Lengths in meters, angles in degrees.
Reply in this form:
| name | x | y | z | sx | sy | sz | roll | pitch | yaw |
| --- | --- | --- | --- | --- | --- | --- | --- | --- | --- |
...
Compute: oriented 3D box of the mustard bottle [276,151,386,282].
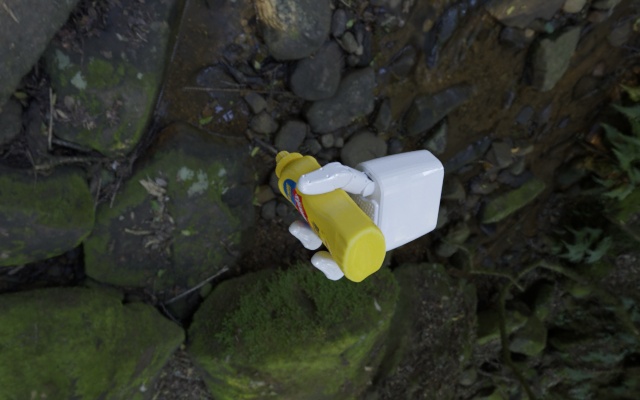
| name | x | y | z | sx | sy | sz | roll | pitch | yaw |
| --- | --- | --- | --- | --- | --- | --- | --- | --- | --- |
| mustard bottle | 0.000 | 0.002 | 0.568 | 0.058 | 0.191 | 0.096 | -32 | -35 | -10 |
